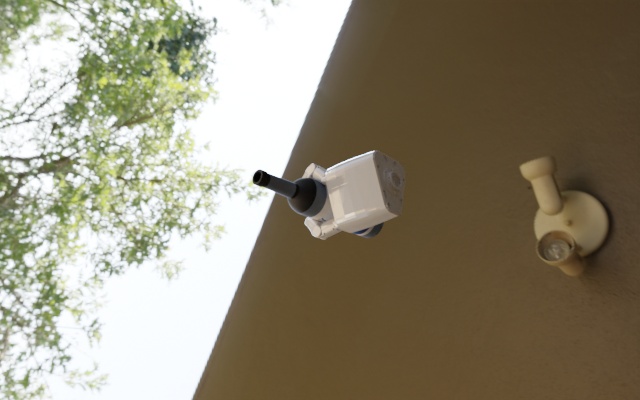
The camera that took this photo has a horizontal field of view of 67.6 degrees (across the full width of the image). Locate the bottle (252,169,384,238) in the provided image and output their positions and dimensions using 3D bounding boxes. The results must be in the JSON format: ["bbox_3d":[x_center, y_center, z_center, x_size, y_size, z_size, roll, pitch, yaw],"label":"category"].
[{"bbox_3d":[0.000,0.003,0.866,0.069,0.069,0.296,0,-16,46],"label":"bottle"}]
